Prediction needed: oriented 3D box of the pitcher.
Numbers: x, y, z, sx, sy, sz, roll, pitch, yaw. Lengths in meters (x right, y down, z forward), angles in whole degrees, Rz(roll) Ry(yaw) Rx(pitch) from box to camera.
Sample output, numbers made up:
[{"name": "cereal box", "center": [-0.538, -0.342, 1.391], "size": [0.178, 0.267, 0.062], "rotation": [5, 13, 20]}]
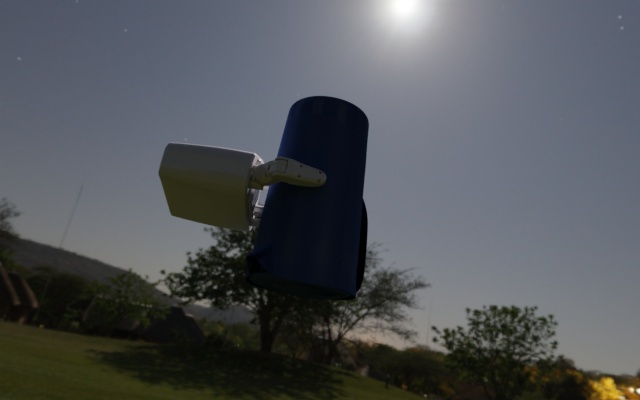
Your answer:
[{"name": "pitcher", "center": [0.000, 0.002, 0.605], "size": [0.145, 0.242, 0.149], "rotation": [9, -18, 1]}]
